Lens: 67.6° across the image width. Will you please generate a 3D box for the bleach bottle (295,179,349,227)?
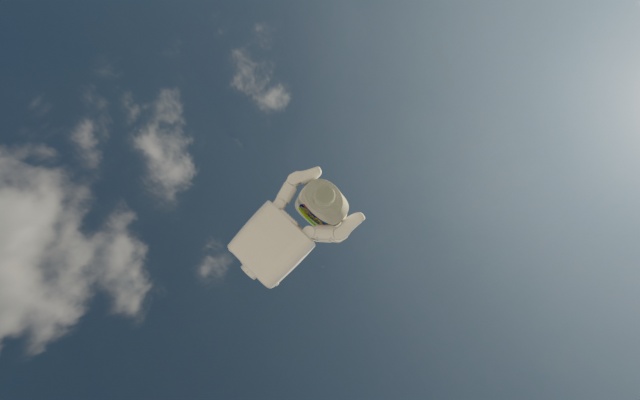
[{"bbox_3d":[0.000,0.003,0.822,0.102,0.068,0.251,42,-6,6],"label":"bleach bottle"}]
